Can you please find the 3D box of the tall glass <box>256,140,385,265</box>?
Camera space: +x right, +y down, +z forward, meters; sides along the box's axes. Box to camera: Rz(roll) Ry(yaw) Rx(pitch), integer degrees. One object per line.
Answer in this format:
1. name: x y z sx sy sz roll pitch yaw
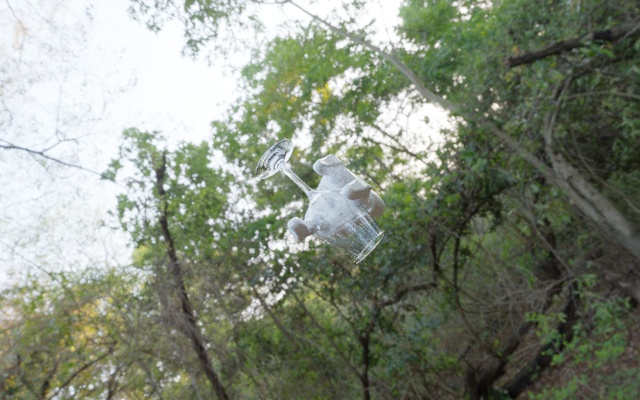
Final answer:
1. tall glass: 0.000 0.002 0.693 0.201 0.079 0.079 43 15 17
